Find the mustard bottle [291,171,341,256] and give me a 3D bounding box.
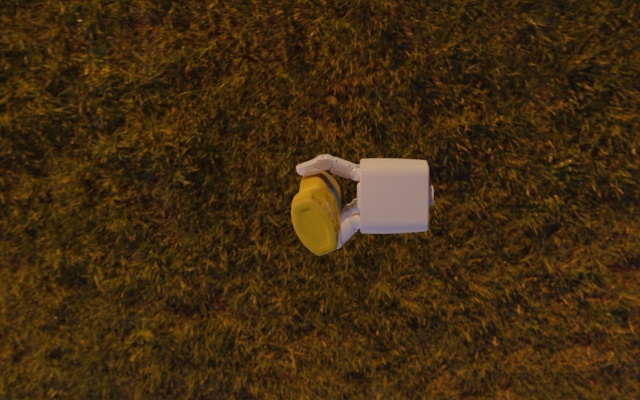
[{"bbox_3d":[0.000,0.003,0.773,0.058,0.096,0.191,-23,19,15],"label":"mustard bottle"}]
